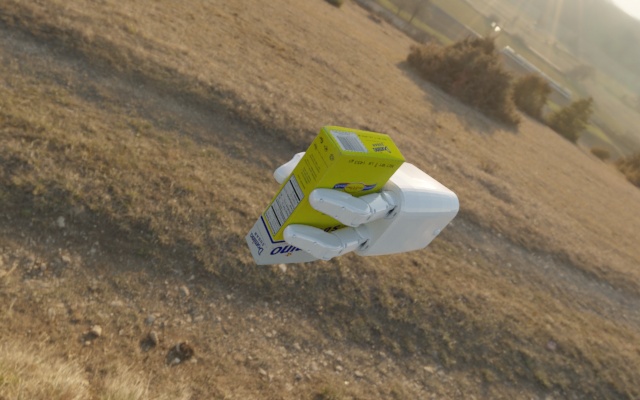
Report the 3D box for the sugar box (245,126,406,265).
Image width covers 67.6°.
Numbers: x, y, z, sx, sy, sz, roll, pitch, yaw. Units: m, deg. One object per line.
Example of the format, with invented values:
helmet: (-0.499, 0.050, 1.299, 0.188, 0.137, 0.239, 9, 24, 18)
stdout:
sugar box: (0.000, 0.002, 0.508, 0.093, 0.048, 0.176, 2, -44, -40)
